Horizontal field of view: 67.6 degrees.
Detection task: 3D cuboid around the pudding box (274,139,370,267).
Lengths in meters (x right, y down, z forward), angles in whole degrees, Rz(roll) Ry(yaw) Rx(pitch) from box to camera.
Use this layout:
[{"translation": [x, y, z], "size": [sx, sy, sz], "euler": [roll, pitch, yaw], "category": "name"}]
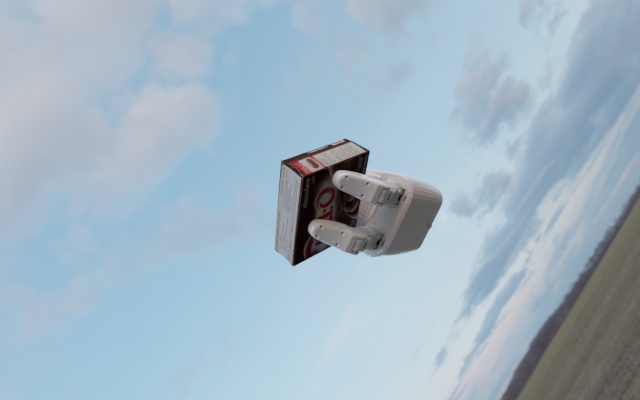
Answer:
[{"translation": [0.000, 0.001, 0.488], "size": [0.090, 0.114, 0.039], "euler": [-25, 44, -37], "category": "pudding box"}]
